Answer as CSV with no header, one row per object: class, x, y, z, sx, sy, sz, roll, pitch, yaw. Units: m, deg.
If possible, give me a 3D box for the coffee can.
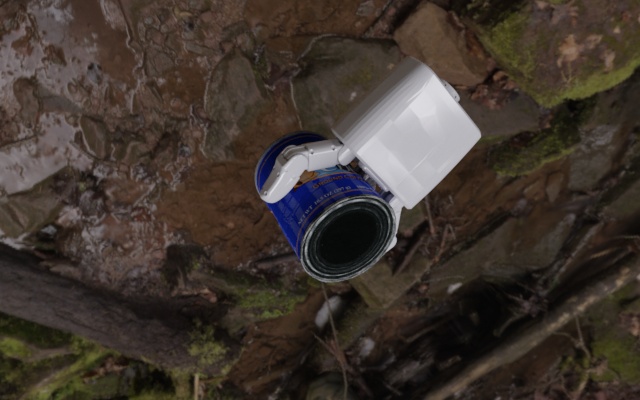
coffee can,0.000,0.002,0.505,0.103,0.103,0.140,0,32,-28
